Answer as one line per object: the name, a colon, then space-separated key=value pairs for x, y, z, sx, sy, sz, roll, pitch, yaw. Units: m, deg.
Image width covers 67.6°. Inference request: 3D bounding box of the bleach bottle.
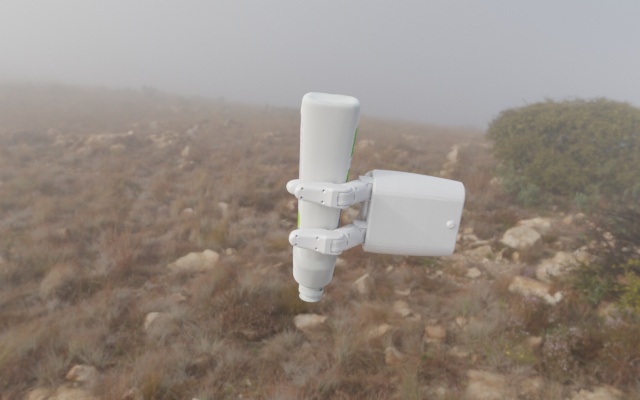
bleach bottle: x=0.000 y=0.002 z=0.581 sx=0.068 sy=0.251 sz=0.102 roll=6 pitch=18 yaw=0
